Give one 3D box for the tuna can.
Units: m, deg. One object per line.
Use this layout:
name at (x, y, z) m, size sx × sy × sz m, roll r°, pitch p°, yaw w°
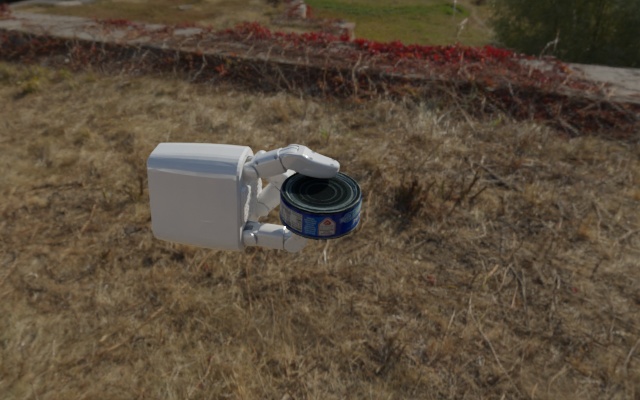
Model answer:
tuna can at (0.000, 0.001, 0.496) m, size 0.086 × 0.034 × 0.086 m, roll 2°, pitch 35°, yaw -2°
